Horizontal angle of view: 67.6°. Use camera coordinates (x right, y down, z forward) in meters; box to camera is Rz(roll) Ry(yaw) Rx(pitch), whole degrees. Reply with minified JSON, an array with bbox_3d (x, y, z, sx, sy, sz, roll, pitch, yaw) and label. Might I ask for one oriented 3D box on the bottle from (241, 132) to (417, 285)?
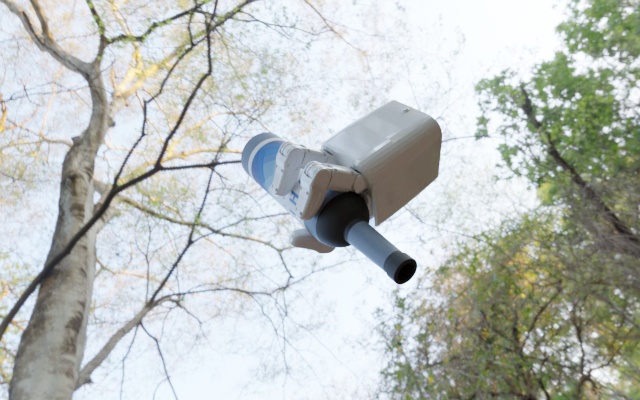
[{"bbox_3d":[0.000,0.002,0.537,0.069,0.069,0.295,0,25,-35],"label":"bottle"}]
